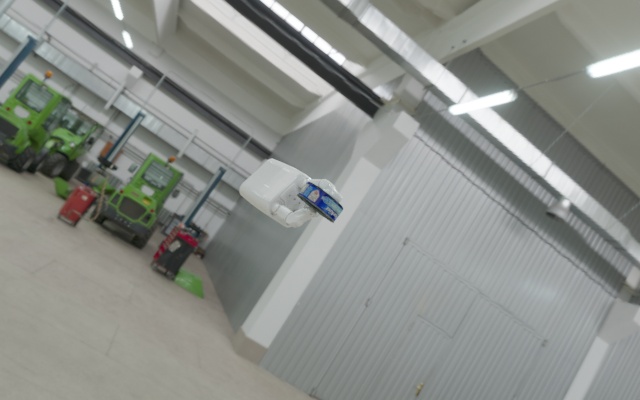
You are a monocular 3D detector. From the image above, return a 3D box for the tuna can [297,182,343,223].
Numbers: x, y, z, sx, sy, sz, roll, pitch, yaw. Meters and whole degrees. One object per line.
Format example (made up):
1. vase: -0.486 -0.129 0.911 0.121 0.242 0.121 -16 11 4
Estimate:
1. tuna can: 0.001 0.002 0.883 0.086 0.034 0.086 37 -5 4
